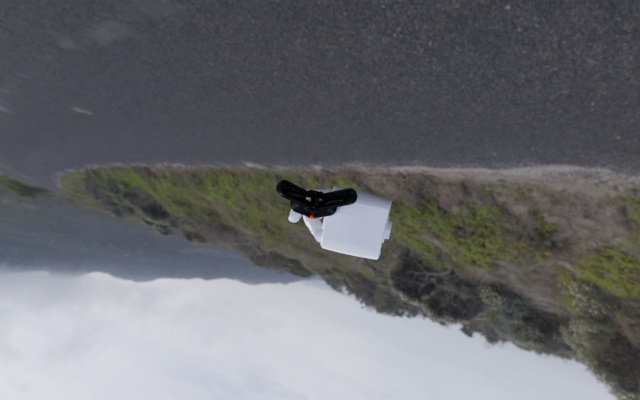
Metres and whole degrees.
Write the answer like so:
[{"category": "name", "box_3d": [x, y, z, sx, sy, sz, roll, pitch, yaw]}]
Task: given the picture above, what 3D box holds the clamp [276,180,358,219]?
[{"category": "clamp", "box_3d": [0.000, 0.003, 0.773, 0.120, 0.039, 0.171, 11, -9, 7]}]
